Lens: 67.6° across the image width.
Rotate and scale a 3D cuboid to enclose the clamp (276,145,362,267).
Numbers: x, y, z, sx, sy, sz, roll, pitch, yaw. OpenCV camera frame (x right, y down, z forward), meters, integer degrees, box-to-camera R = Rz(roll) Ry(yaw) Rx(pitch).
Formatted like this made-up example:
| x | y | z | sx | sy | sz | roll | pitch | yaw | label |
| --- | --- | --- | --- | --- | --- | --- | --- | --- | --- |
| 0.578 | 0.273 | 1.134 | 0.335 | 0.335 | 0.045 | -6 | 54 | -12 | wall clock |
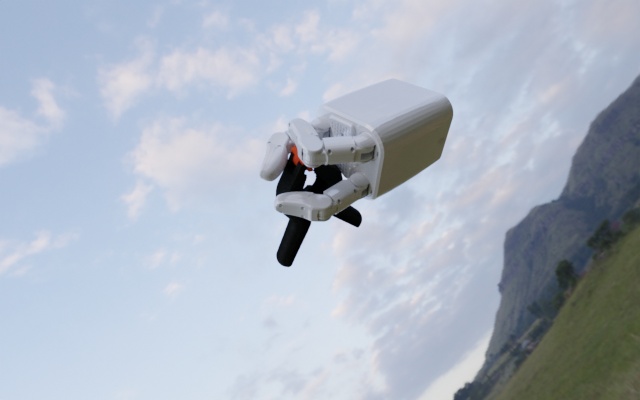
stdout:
| x | y | z | sx | sy | sz | roll | pitch | yaw | label |
| --- | --- | --- | --- | --- | --- | --- | --- | --- | --- |
| 0.000 | 0.001 | 0.551 | 0.120 | 0.172 | 0.039 | -28 | 56 | -24 | clamp |
